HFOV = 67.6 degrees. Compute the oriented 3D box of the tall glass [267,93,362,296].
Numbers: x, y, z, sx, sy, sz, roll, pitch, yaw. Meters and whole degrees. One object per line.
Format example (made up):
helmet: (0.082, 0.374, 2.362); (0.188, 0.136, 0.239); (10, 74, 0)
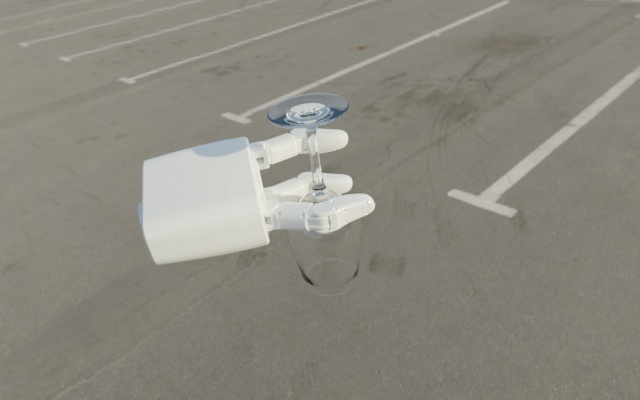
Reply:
tall glass: (0.000, 0.001, 0.478); (0.079, 0.201, 0.079); (-6, 33, 4)
